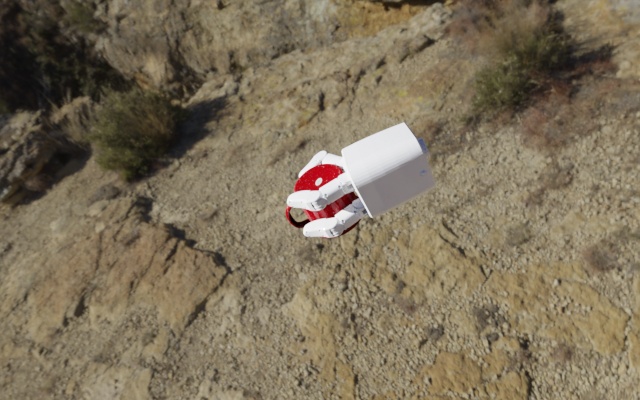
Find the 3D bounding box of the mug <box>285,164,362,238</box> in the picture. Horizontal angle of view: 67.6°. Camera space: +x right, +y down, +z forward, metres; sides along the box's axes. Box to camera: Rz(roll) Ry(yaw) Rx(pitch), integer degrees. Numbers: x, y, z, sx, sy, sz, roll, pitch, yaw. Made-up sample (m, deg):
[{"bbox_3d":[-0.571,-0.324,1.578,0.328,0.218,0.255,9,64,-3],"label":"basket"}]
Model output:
[{"bbox_3d":[-0.001,0.003,0.741,0.117,0.081,0.093,-25,39,8],"label":"mug"}]
